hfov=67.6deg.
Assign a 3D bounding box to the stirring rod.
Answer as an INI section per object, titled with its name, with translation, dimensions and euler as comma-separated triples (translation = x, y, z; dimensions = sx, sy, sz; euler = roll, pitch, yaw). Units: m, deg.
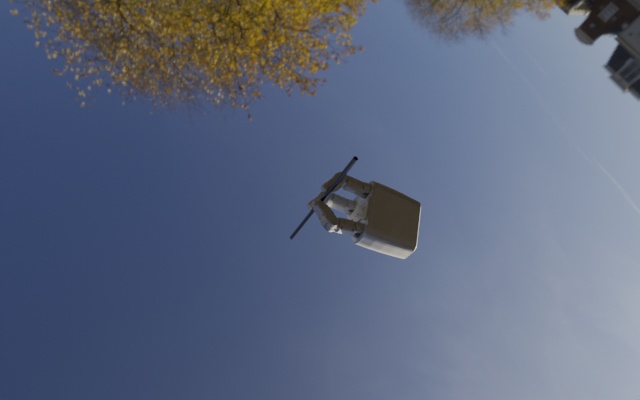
[stirring rod]
translation = 0.000, 0.003, 0.821
dimensions = 0.011, 0.011, 0.240
euler = 0, -34, -33
